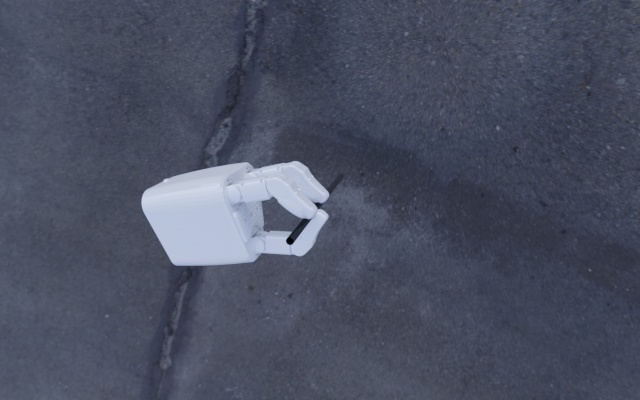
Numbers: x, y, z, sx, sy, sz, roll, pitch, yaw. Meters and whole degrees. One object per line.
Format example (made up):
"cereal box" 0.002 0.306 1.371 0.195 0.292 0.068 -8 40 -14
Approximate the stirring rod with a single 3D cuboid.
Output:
"stirring rod" 0.000 0.002 0.561 0.011 0.011 0.239 0 18 15
